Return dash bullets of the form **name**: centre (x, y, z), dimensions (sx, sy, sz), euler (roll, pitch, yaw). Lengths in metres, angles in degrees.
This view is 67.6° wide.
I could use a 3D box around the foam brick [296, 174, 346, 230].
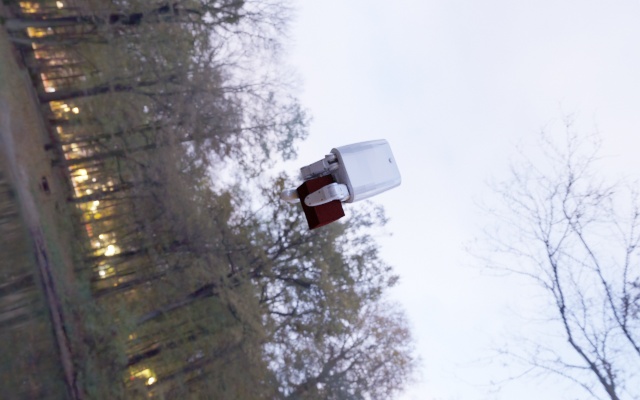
- **foam brick**: centre (0.000, 0.003, 0.807), dimensions (0.051, 0.078, 0.053), euler (-16, -7, -24)
